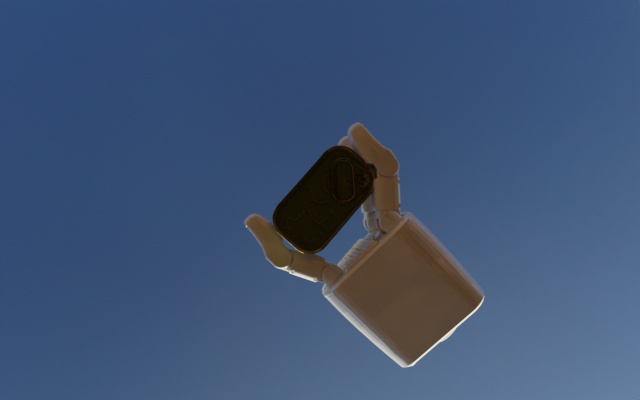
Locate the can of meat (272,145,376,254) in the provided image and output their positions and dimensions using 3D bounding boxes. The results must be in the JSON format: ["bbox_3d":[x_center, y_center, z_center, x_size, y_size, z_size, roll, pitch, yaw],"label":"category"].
[{"bbox_3d":[0.000,0.002,0.470,0.057,0.102,0.084,41,-7,-2],"label":"can of meat"}]
